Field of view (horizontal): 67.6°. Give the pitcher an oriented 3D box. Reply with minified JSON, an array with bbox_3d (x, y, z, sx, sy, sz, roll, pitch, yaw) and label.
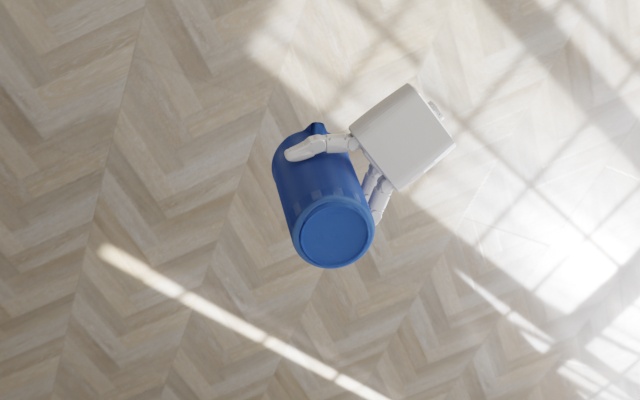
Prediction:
[{"bbox_3d":[0.000,0.002,0.708,0.145,0.149,0.242,-37,26,10],"label":"pitcher"}]
